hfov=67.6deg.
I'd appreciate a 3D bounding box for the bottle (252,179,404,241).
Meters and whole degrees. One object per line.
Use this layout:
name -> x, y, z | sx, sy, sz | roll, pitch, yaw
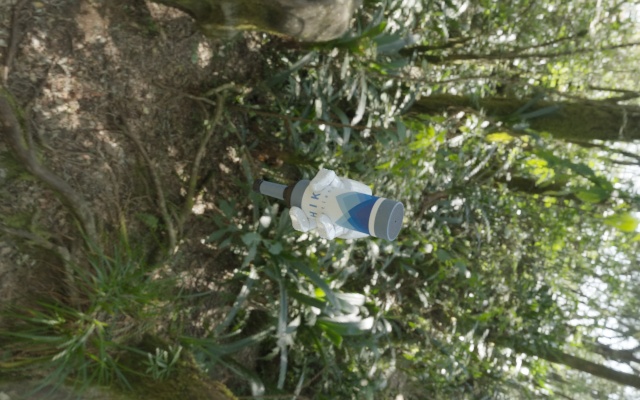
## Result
bottle -> 0.000, 0.003, 0.858 | 0.295, 0.069, 0.069 | 14, 7, 29
